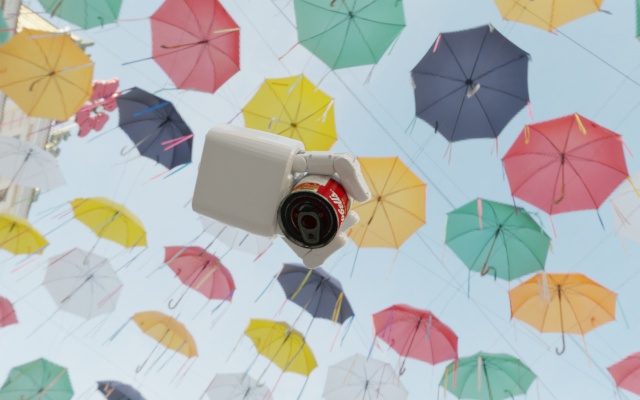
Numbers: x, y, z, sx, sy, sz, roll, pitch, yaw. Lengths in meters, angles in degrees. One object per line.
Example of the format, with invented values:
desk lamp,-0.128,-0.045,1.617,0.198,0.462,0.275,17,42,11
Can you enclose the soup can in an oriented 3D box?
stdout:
soup can,0.001,0.002,0.544,0.068,0.068,0.102,0,23,18
